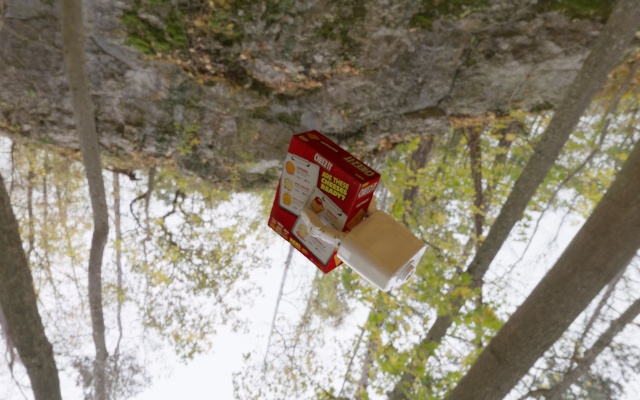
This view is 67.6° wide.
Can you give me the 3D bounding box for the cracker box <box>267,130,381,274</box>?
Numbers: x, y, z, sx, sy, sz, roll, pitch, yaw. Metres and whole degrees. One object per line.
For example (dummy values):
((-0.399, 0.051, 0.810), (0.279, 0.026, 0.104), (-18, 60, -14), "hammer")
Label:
((0.000, 0.003, 0.883), (0.164, 0.214, 0.072), (37, 38, 25), "cracker box")
